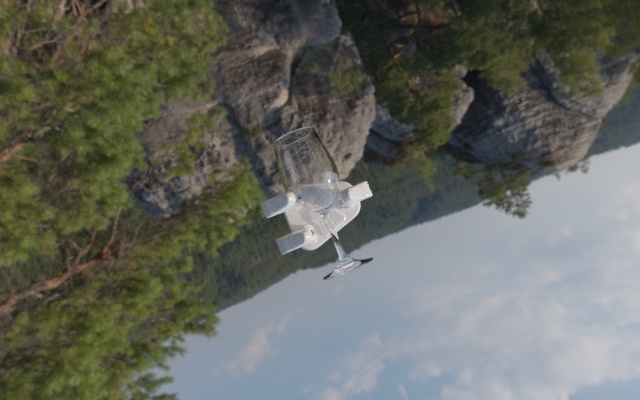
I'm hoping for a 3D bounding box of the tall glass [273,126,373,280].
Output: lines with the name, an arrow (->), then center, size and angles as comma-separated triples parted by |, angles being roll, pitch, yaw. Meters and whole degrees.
tall glass -> 0.000, 0.003, 0.658 | 0.079, 0.201, 0.079 | -22, -3, -1
